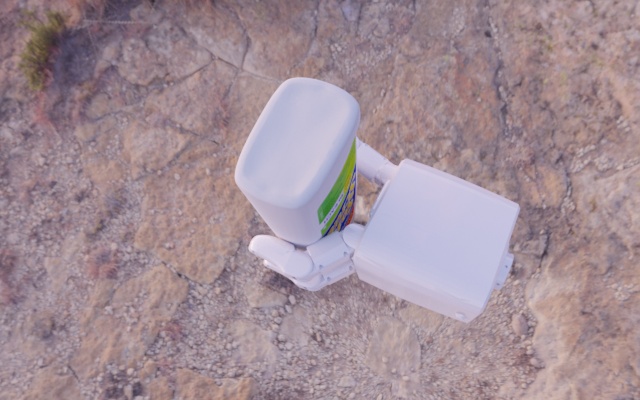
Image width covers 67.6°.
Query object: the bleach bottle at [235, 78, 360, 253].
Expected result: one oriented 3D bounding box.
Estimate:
[{"bbox_3d":[0.000,0.001,0.439,0.068,0.102,0.251,23,-15,16],"label":"bleach bottle"}]
